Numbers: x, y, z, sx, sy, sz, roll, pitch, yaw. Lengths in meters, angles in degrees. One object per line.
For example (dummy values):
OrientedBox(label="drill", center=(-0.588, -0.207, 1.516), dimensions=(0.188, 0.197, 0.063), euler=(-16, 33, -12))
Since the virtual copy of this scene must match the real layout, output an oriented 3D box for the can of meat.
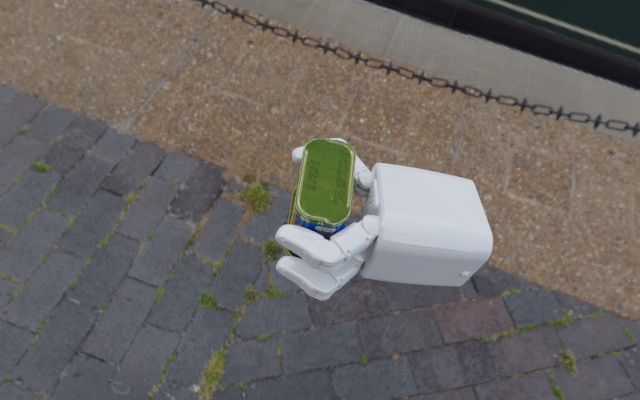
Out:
OrientedBox(label="can of meat", center=(0.000, 0.001, 0.471), dimensions=(0.057, 0.102, 0.084), euler=(10, -34, -4))
